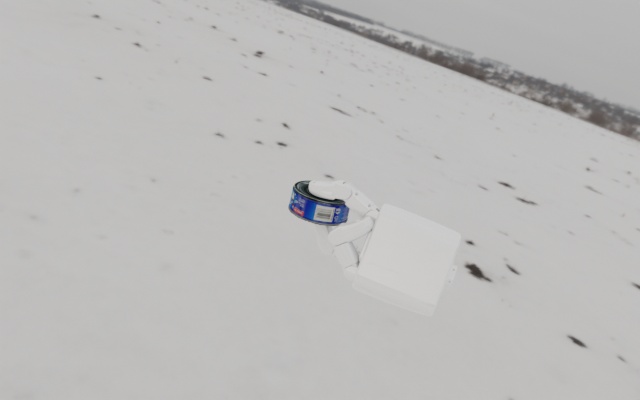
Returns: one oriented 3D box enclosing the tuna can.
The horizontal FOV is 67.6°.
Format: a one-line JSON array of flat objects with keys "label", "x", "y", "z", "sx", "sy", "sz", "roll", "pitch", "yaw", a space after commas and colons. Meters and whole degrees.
[{"label": "tuna can", "x": 0.000, "y": 0.002, "z": 0.664, "sx": 0.086, "sy": 0.034, "sz": 0.086, "roll": 12, "pitch": 20, "yaw": -4}]
